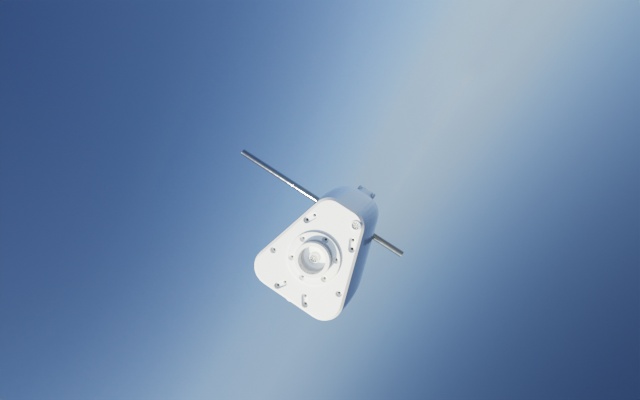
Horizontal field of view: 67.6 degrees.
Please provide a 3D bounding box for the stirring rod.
[{"bbox_3d":[0.000,0.002,0.602,0.239,0.011,0.011,33,4,7],"label":"stirring rod"}]
